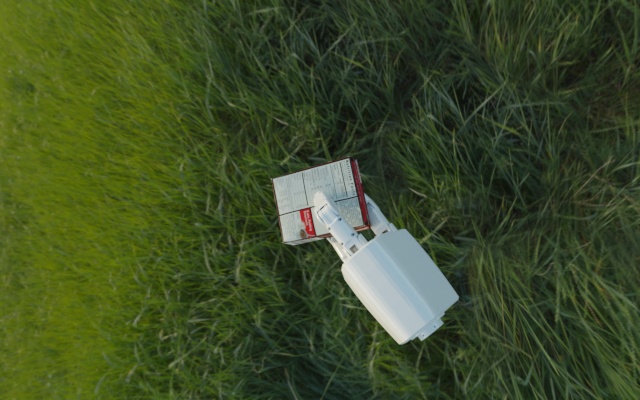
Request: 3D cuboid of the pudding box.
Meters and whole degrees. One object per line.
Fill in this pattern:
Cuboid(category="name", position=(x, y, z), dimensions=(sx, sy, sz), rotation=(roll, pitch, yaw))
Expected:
Cuboid(category="pudding box", position=(0.000, 0.002, 0.604), dimensions=(0.113, 0.090, 0.039), rotation=(-14, -10, 16))
